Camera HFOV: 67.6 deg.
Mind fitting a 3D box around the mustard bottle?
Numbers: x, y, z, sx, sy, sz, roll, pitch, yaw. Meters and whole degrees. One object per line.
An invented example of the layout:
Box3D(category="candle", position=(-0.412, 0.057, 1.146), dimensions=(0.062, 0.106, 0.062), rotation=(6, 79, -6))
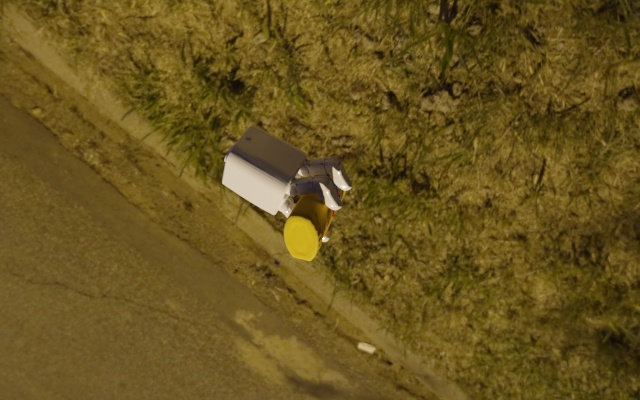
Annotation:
Box3D(category="mustard bottle", position=(0.000, 0.003, 0.791), dimensions=(0.058, 0.096, 0.191), rotation=(11, 41, 16))
